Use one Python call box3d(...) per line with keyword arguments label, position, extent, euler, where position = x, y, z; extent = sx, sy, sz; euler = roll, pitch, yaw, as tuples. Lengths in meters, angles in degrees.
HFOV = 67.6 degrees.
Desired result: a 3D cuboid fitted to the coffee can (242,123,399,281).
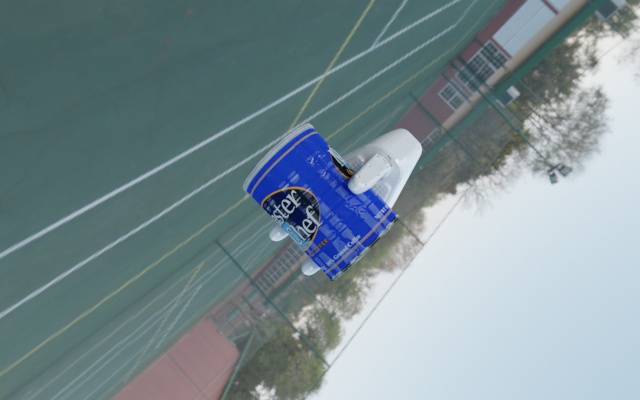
box3d(label="coffee can", position=(0.000, 0.002, 0.520), extent=(0.103, 0.140, 0.103), euler=(-44, -4, -3))
